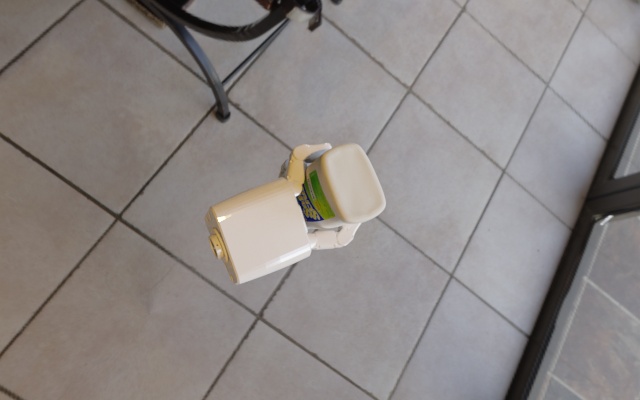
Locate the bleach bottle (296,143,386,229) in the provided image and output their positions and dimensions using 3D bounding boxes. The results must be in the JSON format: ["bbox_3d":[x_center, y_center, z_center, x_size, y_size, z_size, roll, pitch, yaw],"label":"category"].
[{"bbox_3d":[0.000,0.002,0.691,0.068,0.102,0.251,-20,-5,-22],"label":"bleach bottle"}]
